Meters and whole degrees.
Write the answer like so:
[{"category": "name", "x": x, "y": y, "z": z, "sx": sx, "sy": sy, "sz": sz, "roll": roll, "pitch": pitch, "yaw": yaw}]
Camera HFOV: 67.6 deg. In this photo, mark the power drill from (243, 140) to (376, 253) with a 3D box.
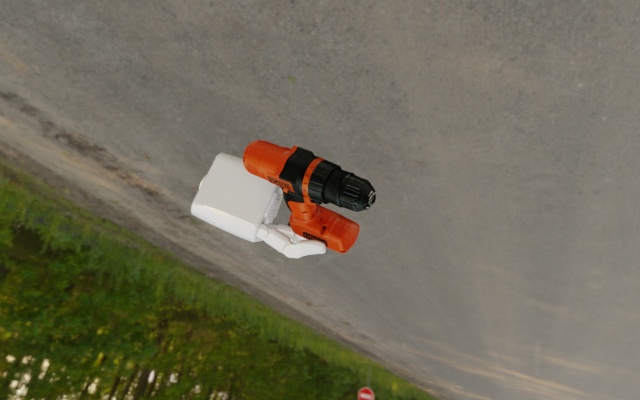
[{"category": "power drill", "x": 0.000, "y": 0.002, "z": 0.642, "sx": 0.184, "sy": 0.057, "sz": 0.188, "roll": 23, "pitch": -23, "yaw": 26}]
